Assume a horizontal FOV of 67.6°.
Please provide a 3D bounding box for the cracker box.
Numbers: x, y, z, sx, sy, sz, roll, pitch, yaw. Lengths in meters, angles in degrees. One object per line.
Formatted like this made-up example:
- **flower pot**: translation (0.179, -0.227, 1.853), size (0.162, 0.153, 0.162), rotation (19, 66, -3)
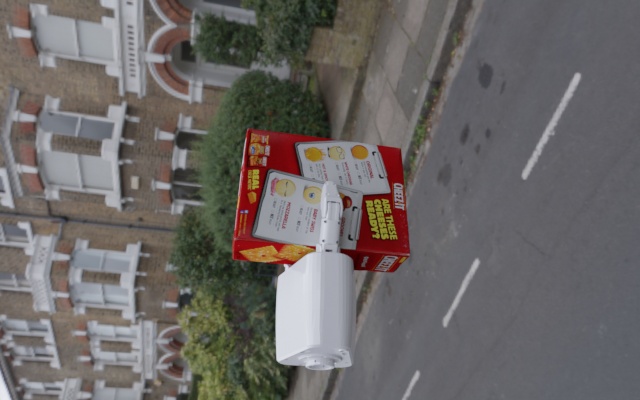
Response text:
- **cracker box**: translation (0.000, 0.002, 0.628), size (0.214, 0.164, 0.072), rotation (6, -30, -9)
